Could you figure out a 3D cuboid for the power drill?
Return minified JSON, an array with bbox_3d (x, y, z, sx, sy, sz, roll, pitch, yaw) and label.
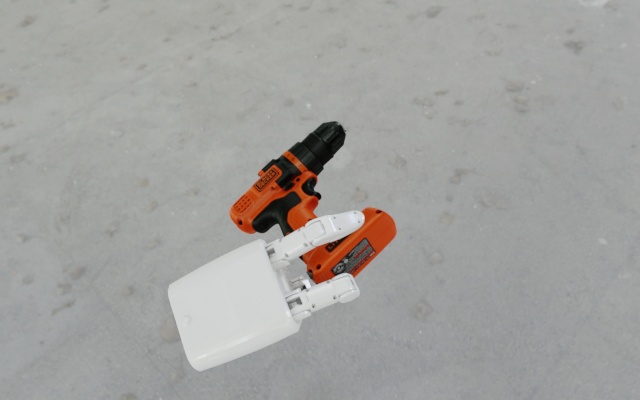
[{"bbox_3d":[0.000,0.002,0.561,0.187,0.184,0.057,41,-6,43],"label":"power drill"}]
